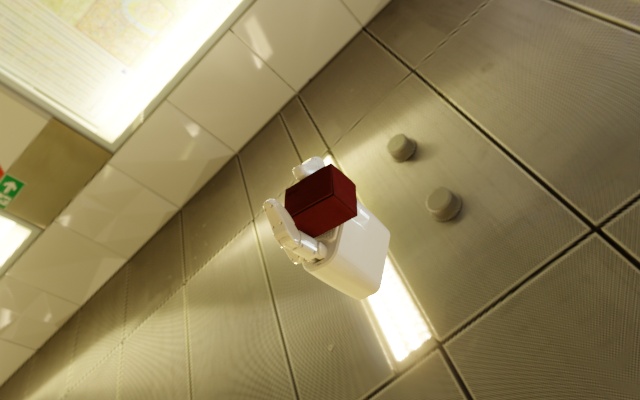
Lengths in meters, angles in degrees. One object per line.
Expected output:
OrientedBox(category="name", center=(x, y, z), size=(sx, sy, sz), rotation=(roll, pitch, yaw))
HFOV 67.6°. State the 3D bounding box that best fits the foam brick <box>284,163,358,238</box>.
OrientedBox(category="foam brick", center=(0.000, 0.002, 0.582), size=(0.078, 0.053, 0.051), rotation=(-29, -49, 29))
